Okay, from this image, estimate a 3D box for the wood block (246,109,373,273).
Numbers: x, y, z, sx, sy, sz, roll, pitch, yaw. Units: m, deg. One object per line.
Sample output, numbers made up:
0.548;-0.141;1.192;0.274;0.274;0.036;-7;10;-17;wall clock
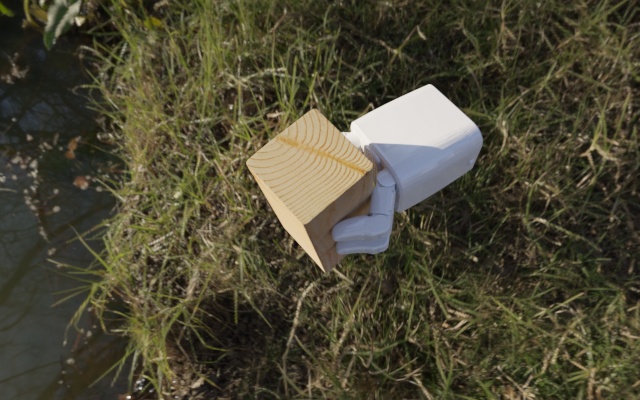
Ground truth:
0.000;0.001;0.544;0.090;0.090;0.206;-40;-20;-9;wood block
